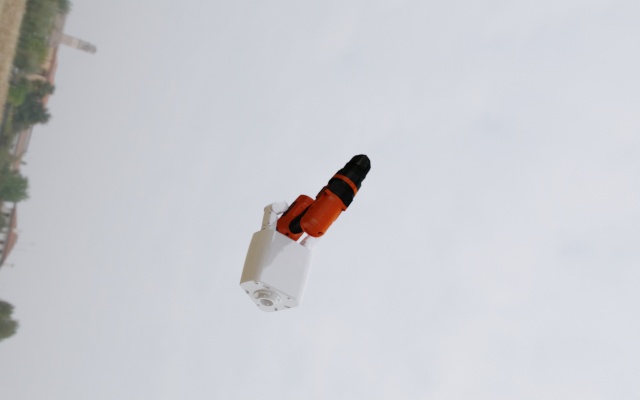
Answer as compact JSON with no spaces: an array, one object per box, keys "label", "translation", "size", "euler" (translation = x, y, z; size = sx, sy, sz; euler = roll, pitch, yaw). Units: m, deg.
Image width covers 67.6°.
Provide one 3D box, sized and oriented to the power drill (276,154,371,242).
[{"label":"power drill","translation":[0.000,0.003,0.866],"size":[0.184,0.057,0.188],"euler":[-50,9,-29]}]
